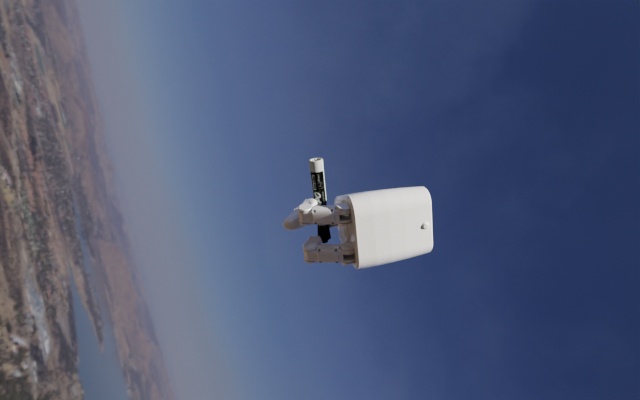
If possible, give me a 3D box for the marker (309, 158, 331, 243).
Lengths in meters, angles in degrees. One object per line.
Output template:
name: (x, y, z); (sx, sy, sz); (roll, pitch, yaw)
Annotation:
marker: (0.000, 0.002, 0.655); (0.020, 0.121, 0.020); (-6, 19, 2)
